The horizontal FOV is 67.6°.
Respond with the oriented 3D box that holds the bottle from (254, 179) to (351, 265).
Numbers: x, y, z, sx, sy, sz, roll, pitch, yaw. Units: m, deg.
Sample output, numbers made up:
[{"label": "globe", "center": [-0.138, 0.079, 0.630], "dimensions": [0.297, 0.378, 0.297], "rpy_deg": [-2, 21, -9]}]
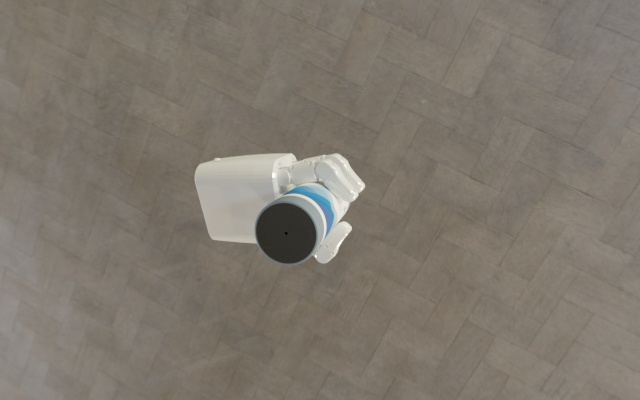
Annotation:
[{"label": "bottle", "center": [0.000, 0.002, 0.606], "dimensions": [0.069, 0.069, 0.295], "rpy_deg": [0, 12, 14]}]
